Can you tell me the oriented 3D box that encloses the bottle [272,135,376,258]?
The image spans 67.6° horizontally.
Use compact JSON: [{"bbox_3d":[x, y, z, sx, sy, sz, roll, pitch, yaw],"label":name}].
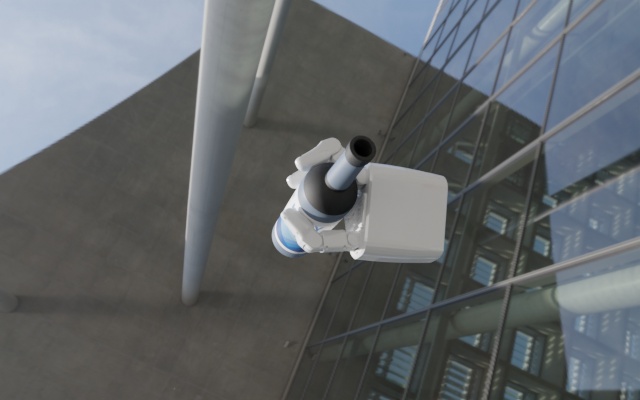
[{"bbox_3d":[0.000,0.002,0.584,0.069,0.069,0.296,0,-21,-17],"label":"bottle"}]
